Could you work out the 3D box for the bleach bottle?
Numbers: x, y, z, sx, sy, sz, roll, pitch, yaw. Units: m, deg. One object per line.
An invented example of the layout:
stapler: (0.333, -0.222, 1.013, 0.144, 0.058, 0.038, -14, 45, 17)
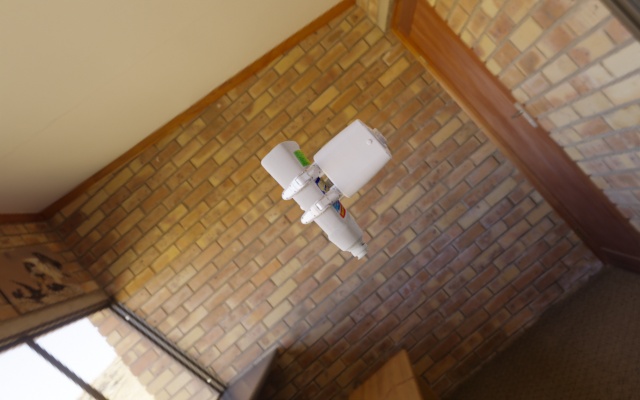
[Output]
bleach bottle: (0.000, 0.003, 0.889, 0.068, 0.251, 0.102, -42, -3, 15)
